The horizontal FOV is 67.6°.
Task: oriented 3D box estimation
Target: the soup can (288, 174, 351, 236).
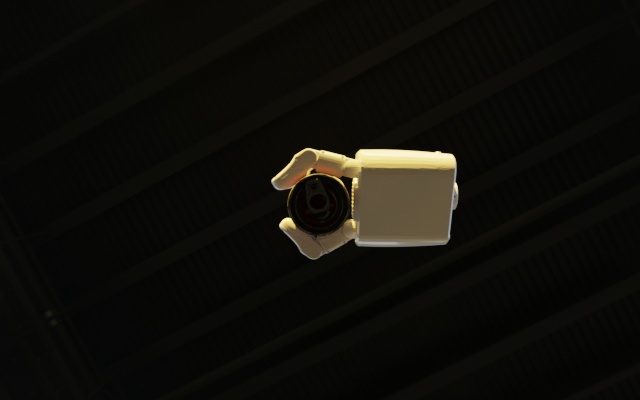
[{"bbox_3d":[0.000,0.002,0.564,0.068,0.068,0.102,0,4,2],"label":"soup can"}]
